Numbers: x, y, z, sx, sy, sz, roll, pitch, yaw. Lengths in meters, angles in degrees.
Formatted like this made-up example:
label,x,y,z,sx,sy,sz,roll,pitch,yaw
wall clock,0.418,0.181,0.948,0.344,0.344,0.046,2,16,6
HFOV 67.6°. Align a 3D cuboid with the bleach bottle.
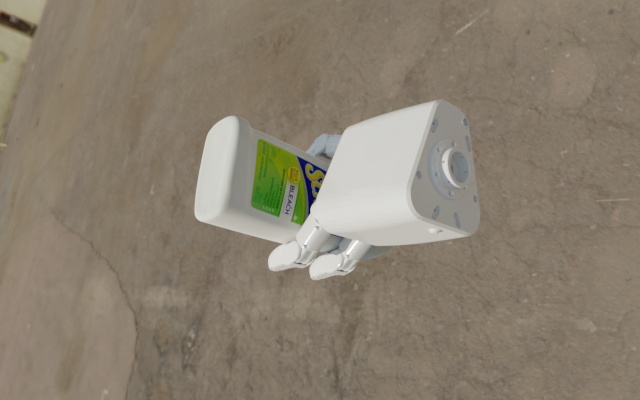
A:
label,x,y,z,sx,sy,sz,roll,pitch,yaw
bleach bottle,0.000,0.002,0.502,0.251,0.102,0.068,17,-17,-36
